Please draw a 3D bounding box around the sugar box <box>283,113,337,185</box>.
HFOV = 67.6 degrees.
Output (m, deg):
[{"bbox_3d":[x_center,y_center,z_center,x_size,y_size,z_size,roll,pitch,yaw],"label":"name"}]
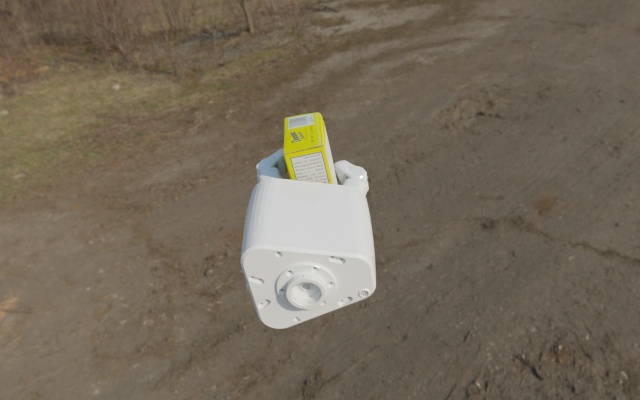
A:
[{"bbox_3d":[0.000,0.002,0.525,0.048,0.176,0.093,-10,31,3],"label":"sugar box"}]
